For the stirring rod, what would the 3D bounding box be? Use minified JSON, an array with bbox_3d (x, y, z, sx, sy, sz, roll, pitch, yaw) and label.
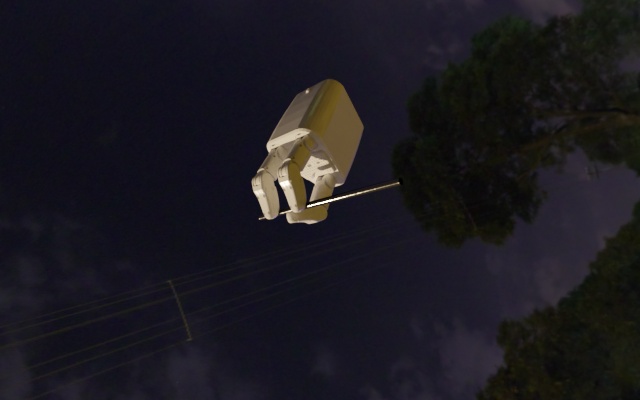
[{"bbox_3d":[0.000,0.002,0.571,0.011,0.011,0.239,0,-10,-44],"label":"stirring rod"}]
